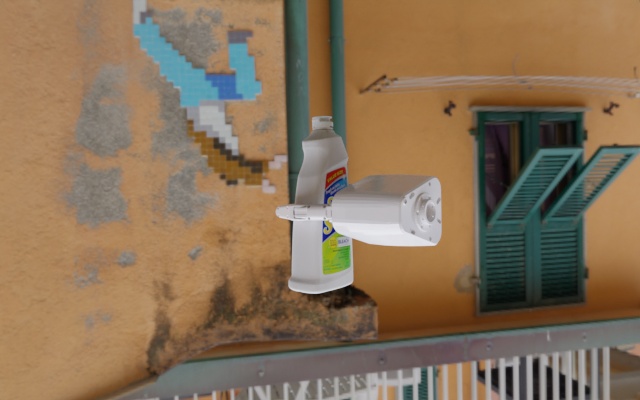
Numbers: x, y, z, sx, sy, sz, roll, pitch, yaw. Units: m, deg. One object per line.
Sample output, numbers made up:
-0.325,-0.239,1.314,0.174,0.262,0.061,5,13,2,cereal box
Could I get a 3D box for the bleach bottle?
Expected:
0.000,0.002,0.705,0.068,0.251,0.102,1,3,42,bleach bottle
